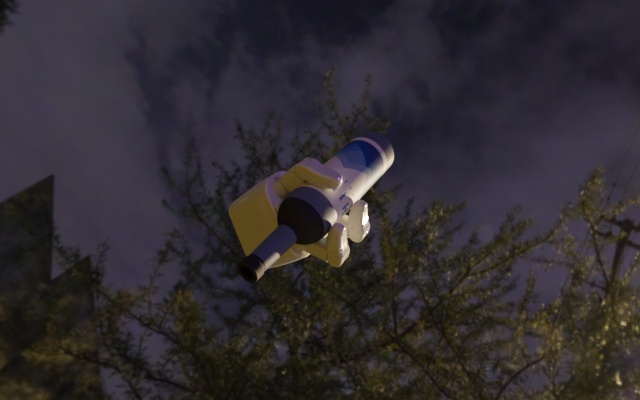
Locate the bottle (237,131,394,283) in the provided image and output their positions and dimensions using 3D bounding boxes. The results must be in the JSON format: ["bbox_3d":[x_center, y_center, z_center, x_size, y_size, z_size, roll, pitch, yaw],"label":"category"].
[{"bbox_3d":[0.000,0.002,0.603,0.069,0.069,0.295,0,30,38],"label":"bottle"}]
